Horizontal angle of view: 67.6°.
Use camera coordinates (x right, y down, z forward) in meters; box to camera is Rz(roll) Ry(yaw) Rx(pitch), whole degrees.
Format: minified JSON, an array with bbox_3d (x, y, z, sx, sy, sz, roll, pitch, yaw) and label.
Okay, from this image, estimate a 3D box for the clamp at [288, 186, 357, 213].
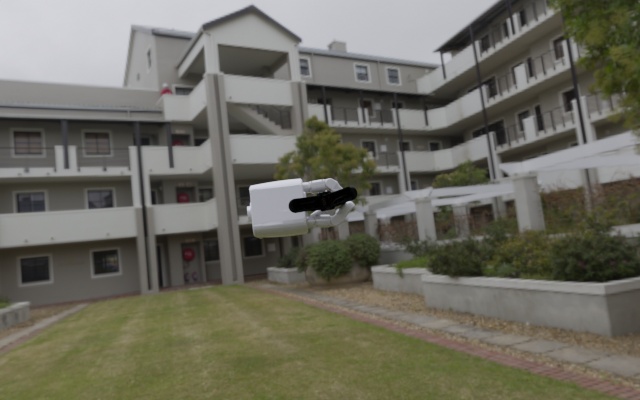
[{"bbox_3d":[0.000,0.002,0.889,0.120,0.039,0.171,-6,-6,-4],"label":"clamp"}]
